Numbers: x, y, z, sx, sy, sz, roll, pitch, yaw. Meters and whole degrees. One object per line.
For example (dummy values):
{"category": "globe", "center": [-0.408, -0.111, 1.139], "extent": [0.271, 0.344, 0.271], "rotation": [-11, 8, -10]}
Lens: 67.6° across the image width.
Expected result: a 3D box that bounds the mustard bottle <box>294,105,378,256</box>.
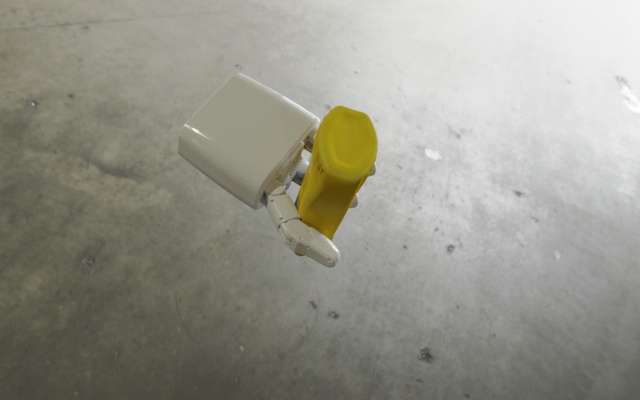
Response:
{"category": "mustard bottle", "center": [0.000, 0.002, 0.497], "extent": [0.058, 0.096, 0.192], "rotation": [15, -41, -8]}
